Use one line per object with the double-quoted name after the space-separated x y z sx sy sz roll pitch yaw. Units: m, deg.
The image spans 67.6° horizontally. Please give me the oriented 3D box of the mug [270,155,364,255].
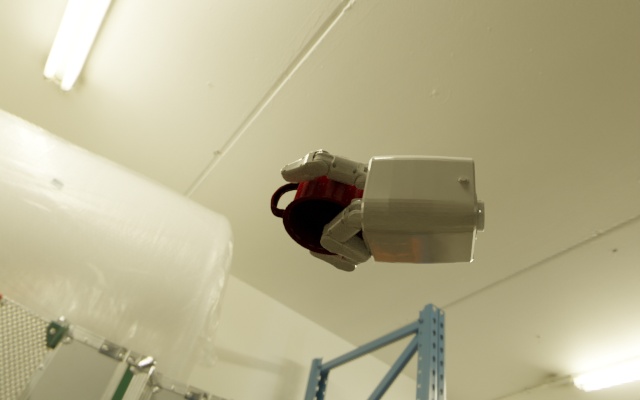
-0.001 0.002 0.553 0.117 0.093 0.081 2 43 15 "mug"
